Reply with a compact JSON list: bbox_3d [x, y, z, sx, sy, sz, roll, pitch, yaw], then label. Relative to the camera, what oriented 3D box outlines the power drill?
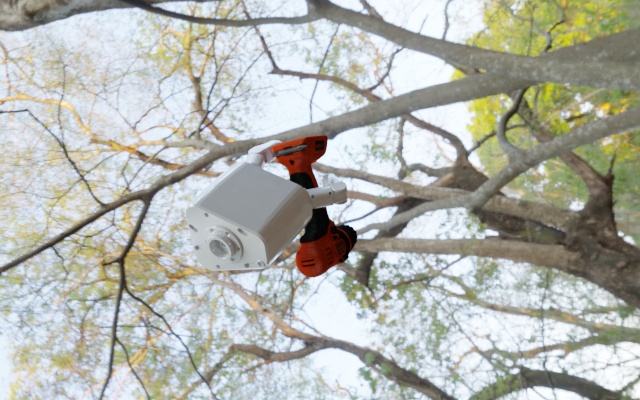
[{"bbox_3d":[0.000,0.002,0.687,0.057,0.187,0.184,-14,3,19],"label":"power drill"}]
